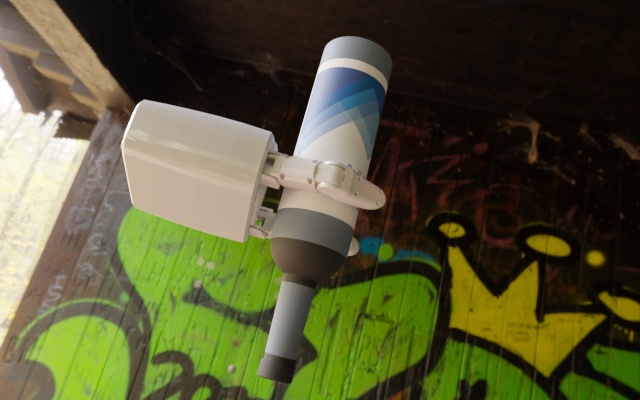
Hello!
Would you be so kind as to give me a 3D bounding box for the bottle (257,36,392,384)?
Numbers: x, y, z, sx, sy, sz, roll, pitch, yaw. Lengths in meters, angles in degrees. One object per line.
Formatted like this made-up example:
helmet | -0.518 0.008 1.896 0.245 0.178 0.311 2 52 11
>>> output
bottle | 0.000 0.001 0.409 0.069 0.295 0.069 13 -18 4
